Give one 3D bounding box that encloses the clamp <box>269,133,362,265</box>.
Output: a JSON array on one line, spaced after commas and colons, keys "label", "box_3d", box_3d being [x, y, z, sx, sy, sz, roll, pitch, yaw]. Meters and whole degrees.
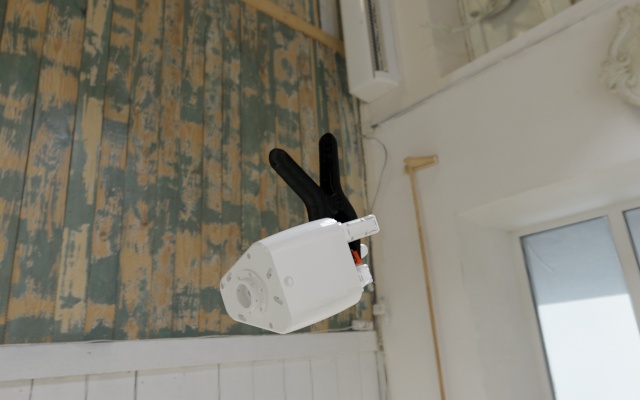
[{"label": "clamp", "box_3d": [0.000, 0.002, 0.573, 0.120, 0.171, 0.039, -13, -7, -45]}]
